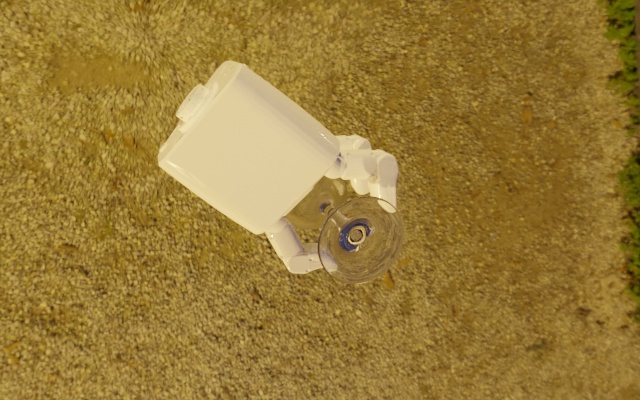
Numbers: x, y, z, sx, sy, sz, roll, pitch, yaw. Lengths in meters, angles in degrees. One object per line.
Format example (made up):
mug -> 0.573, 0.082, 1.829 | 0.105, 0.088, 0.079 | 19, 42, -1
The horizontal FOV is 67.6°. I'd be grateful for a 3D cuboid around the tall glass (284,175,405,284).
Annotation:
tall glass -> 0.000, 0.002, 0.462 | 0.079, 0.079, 0.201 | 0, 18, -20
